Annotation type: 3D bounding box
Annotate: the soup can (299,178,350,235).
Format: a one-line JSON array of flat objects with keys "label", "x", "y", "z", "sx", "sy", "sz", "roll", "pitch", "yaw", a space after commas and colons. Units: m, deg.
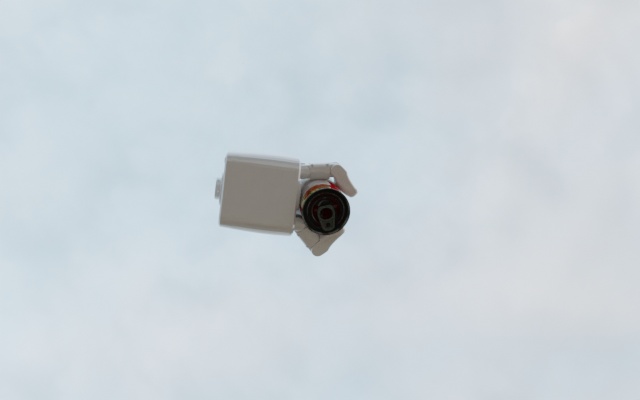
[{"label": "soup can", "x": 0.001, "y": 0.002, "z": 0.700, "sx": 0.068, "sy": 0.068, "sz": 0.102, "roll": 0, "pitch": 16, "yaw": -9}]
